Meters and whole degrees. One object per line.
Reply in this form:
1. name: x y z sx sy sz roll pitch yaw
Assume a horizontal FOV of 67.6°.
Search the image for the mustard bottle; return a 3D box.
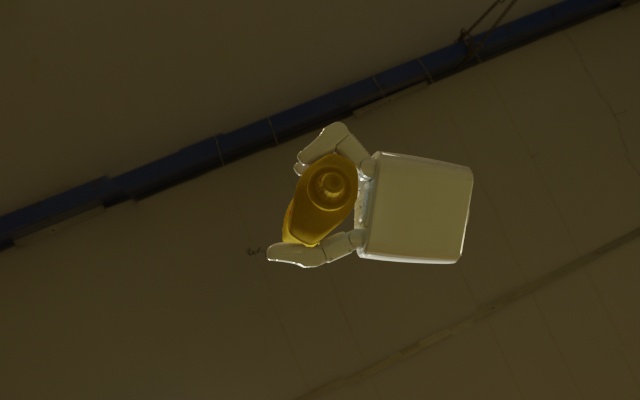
1. mustard bottle: 0.000 0.002 0.502 0.058 0.096 0.192 31 -12 -1
